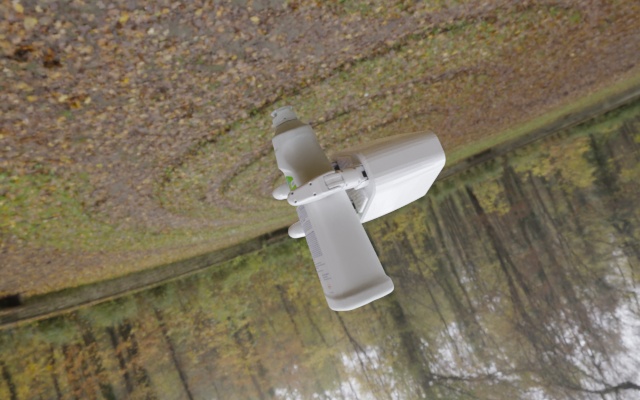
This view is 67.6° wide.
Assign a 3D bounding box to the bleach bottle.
[{"bbox_3d":[0.000,0.002,0.571,0.068,0.251,0.102,-20,-6,-17],"label":"bleach bottle"}]
